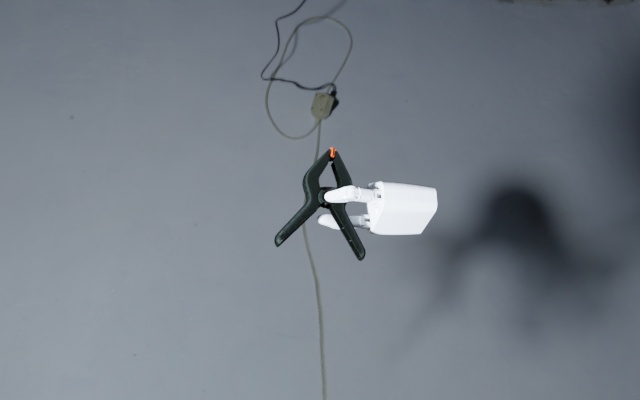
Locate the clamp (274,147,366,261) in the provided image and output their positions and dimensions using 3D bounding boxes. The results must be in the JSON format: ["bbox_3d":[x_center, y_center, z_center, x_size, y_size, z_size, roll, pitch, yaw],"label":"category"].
[{"bbox_3d":[0.001,0.002,0.868,0.164,0.210,0.036,4,-18,-13],"label":"clamp"}]
